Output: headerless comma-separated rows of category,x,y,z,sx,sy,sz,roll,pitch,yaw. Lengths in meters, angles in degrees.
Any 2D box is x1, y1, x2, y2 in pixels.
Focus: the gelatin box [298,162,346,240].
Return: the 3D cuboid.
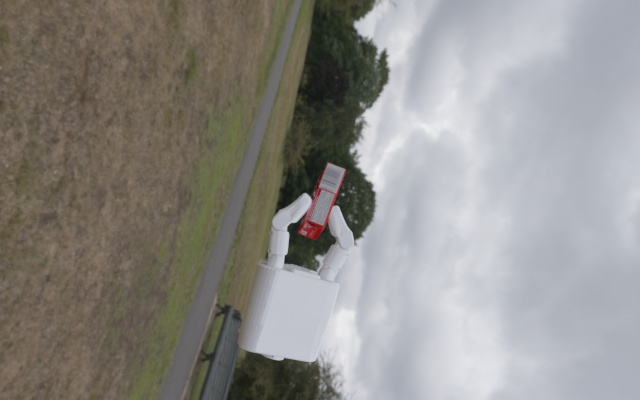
gelatin box,0.001,0.002,0.643,0.030,0.089,0.073,22,-17,-3
